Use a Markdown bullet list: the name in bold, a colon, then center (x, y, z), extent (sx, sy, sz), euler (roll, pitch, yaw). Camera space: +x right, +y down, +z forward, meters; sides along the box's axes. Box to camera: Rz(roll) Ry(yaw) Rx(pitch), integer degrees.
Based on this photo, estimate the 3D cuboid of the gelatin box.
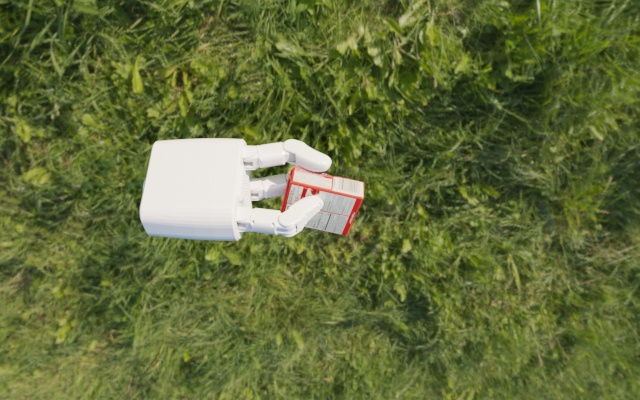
- **gelatin box**: center (0.000, 0.002, 0.573), extent (0.089, 0.030, 0.073), euler (12, -44, -6)
